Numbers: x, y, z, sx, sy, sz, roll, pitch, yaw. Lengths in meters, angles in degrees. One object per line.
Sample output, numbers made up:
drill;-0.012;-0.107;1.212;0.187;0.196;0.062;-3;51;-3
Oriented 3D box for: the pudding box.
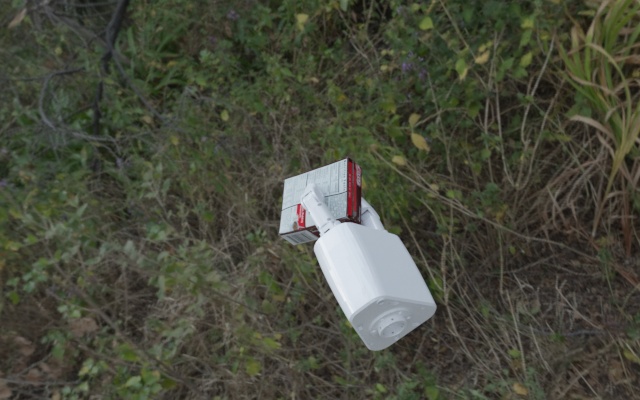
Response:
pudding box;0.000;0.002;0.630;0.113;0.090;0.039;-15;-34;31
